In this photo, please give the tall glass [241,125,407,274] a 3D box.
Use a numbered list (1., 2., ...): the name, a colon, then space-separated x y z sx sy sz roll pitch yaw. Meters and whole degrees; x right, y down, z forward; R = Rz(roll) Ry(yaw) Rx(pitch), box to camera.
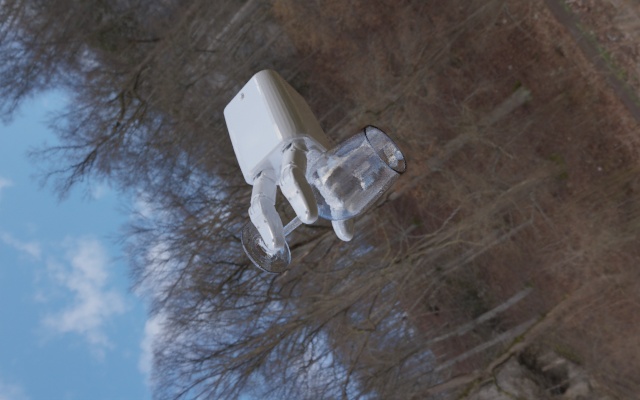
1. tall glass: 0.000 0.002 0.533 0.201 0.079 0.079 -39 -22 30
